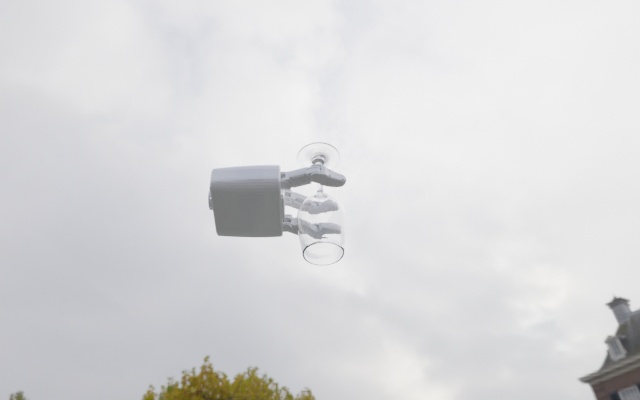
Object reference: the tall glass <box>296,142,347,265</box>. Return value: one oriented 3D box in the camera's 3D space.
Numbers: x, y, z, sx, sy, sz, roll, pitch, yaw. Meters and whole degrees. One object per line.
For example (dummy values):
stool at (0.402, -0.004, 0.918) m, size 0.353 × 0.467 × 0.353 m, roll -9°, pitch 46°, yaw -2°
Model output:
tall glass at (0.000, 0.002, 0.760) m, size 0.079 × 0.200 × 0.079 m, roll -2°, pitch -40°, yaw -2°
